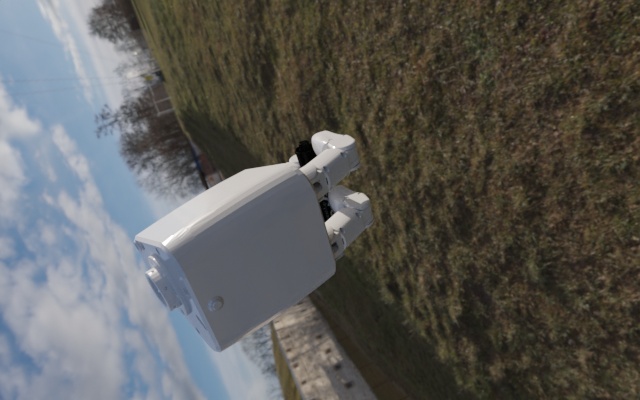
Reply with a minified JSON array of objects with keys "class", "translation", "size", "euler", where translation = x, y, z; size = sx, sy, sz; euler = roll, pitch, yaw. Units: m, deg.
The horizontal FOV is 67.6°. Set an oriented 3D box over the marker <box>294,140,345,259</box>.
[{"class":"marker","translation":[0.000,0.001,0.437],"size":[0.020,0.121,0.020],"euler":[-12,28,7]}]
